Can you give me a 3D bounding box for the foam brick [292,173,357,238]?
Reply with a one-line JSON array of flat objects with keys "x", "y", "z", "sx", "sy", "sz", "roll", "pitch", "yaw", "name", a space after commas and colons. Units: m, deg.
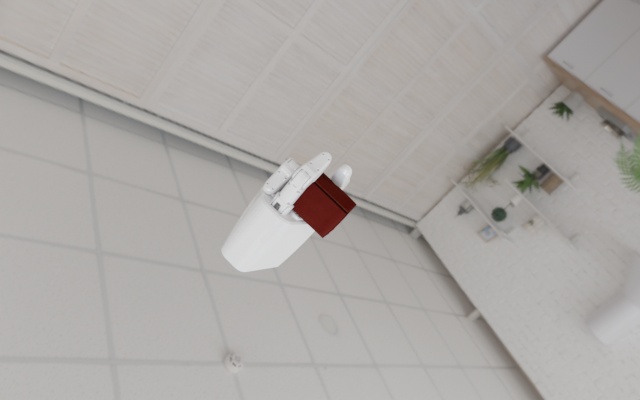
[{"x": 0.000, "y": 0.002, "z": 0.640, "sx": 0.078, "sy": 0.051, "sz": 0.053, "roll": 44, "pitch": 21, "yaw": 6, "name": "foam brick"}]
